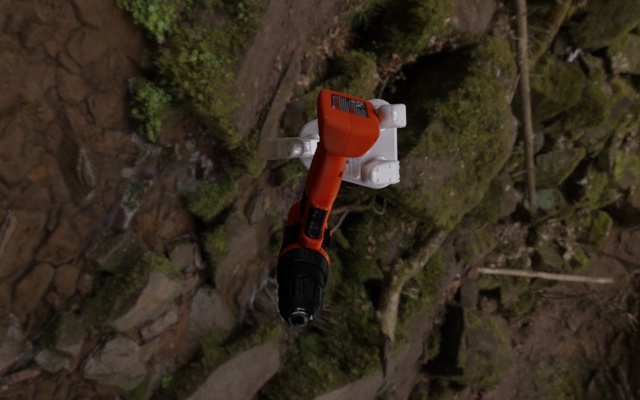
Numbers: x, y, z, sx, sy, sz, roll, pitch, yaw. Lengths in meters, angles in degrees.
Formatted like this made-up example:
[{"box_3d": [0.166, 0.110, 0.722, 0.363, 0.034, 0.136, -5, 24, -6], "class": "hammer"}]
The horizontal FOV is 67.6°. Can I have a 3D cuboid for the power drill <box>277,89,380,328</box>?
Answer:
[{"box_3d": [0.000, 0.001, 0.457, 0.057, 0.188, 0.184, 14, 28, -9], "class": "power drill"}]
